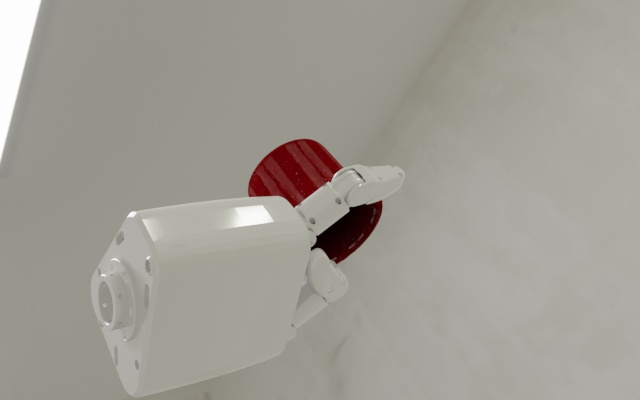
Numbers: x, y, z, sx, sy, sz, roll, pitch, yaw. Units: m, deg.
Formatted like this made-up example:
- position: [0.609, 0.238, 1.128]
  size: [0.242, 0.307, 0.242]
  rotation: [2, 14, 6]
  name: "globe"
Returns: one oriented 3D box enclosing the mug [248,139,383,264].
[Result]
- position: [0.001, 0.001, 0.413]
  size: [0.117, 0.093, 0.081]
  rotation: [-5, 45, -43]
  name: "mug"
